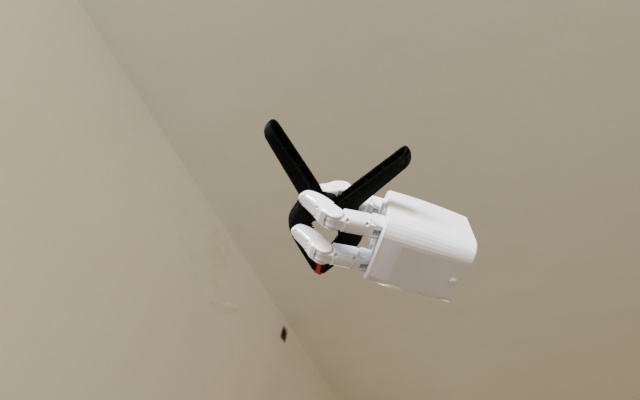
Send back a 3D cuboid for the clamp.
[{"bbox_3d":[0.000,0.002,0.577,0.164,0.210,0.036,19,37,4],"label":"clamp"}]
